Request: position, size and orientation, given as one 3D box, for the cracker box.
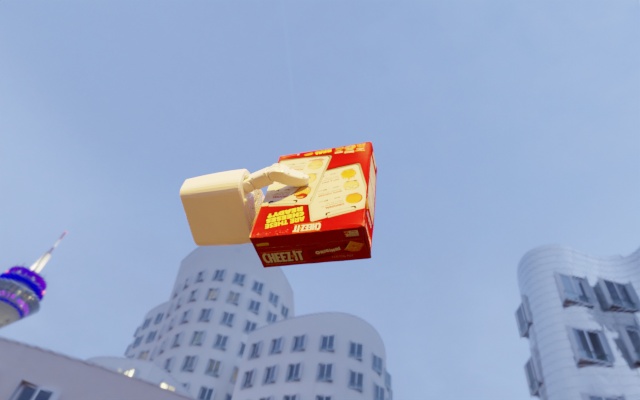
[{"bbox_3d":[0.000,0.002,0.737,0.164,0.072,0.213,-7,37,15],"label":"cracker box"}]
